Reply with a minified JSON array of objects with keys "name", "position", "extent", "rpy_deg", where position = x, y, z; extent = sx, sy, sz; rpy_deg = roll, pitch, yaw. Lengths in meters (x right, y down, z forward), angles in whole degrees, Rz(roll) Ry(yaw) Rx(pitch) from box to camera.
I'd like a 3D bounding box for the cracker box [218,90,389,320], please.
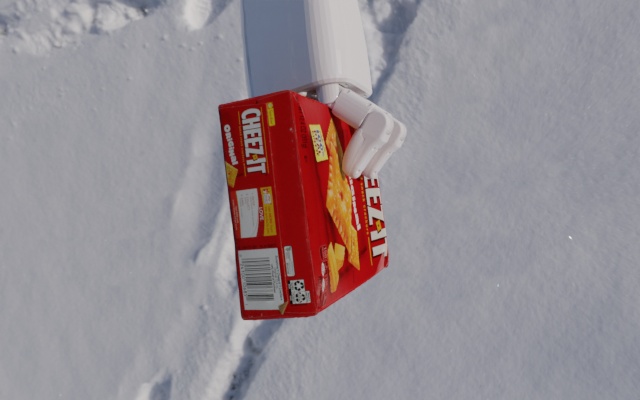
[{"name":"cracker box","position":[0.000,0.001,0.439],"extent":[0.072,0.164,0.213],"rpy_deg":[-7,-1,22]}]
